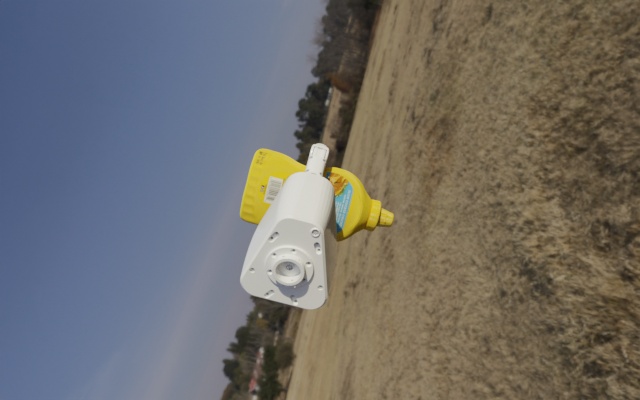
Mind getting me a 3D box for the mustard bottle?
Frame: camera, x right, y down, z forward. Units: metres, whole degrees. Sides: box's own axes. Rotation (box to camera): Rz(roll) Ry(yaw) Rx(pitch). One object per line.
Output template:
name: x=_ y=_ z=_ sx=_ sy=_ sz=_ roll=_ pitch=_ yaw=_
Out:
mustard bottle: x=0.000 y=0.002 z=0.614 sx=0.191 sy=0.096 sz=0.058 roll=15 pitch=2 yaw=-2
